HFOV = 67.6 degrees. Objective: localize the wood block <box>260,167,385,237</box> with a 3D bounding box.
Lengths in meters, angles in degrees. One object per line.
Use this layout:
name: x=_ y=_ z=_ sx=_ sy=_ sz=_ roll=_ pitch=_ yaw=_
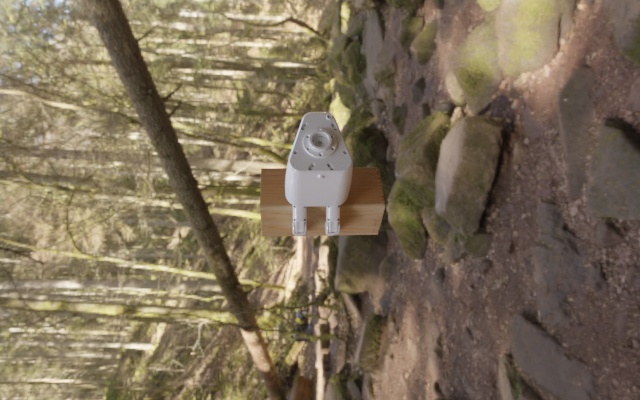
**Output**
wood block: x=0.000 y=0.002 z=0.838 sx=0.206 sy=0.090 sz=0.090 roll=0 pitch=-38 yaw=-4
